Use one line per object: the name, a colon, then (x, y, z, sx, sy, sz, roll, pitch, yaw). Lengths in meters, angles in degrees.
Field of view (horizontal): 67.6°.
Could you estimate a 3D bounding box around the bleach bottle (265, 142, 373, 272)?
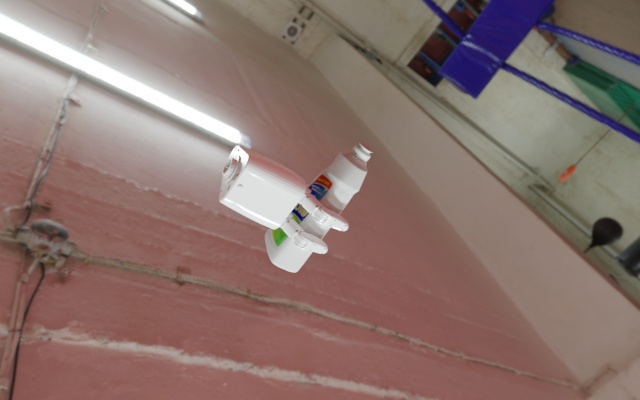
bleach bottle: (0.000, 0.003, 0.818, 0.068, 0.251, 0.102, 27, 22, -27)
